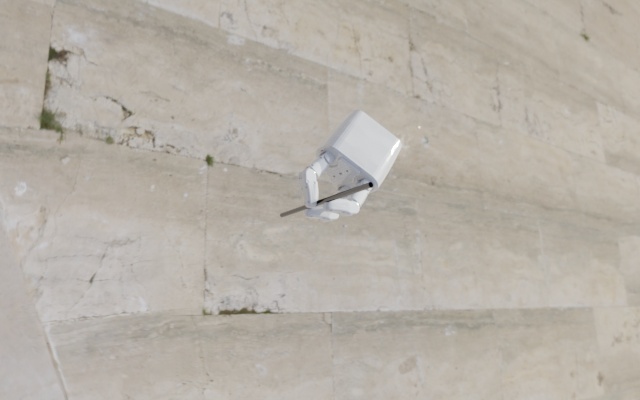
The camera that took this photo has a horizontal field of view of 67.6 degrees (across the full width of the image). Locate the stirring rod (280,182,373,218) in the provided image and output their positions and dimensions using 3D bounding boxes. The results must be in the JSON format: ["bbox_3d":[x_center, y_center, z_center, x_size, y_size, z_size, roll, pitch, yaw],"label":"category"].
[{"bbox_3d":[0.000,0.002,0.734,0.011,0.011,0.239,0,-11,-35],"label":"stirring rod"}]
